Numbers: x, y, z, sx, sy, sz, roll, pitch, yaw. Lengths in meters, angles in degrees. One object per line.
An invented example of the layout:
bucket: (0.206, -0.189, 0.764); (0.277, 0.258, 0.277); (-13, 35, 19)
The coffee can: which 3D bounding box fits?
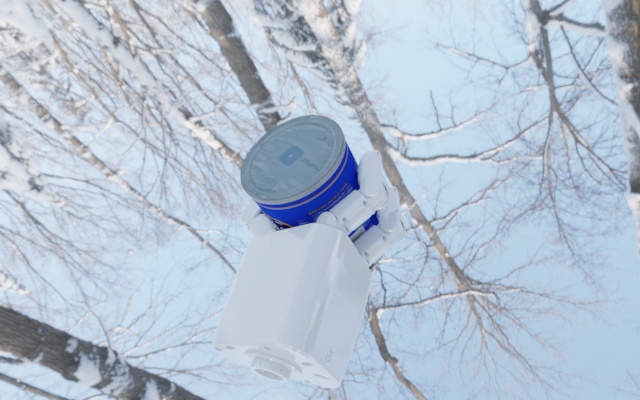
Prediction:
coffee can: (0.000, 0.001, 0.473); (0.103, 0.102, 0.140); (0, -37, 30)
